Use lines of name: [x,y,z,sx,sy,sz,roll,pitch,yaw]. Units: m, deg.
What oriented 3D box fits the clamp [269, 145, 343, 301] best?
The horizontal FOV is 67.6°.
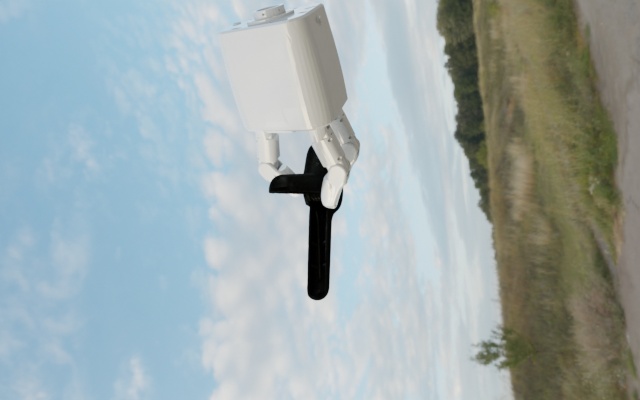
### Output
clamp: [-0.001,0.001,0.573,0.036,0.165,0.210,-3,30,18]
